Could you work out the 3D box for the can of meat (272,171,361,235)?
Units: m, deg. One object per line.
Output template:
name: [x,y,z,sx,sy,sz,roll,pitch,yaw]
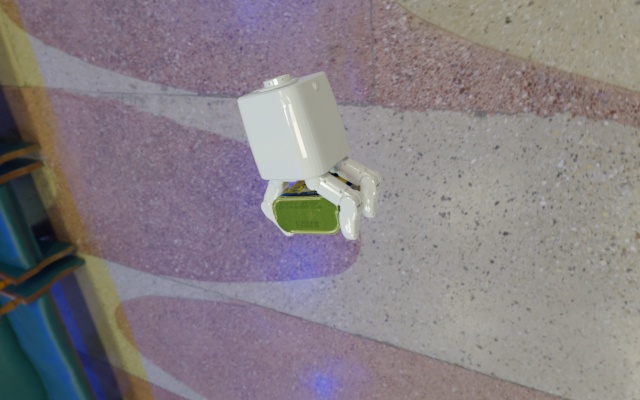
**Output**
can of meat: [0.000,0.002,0.618,0.102,0.057,0.084,-2,23,31]
